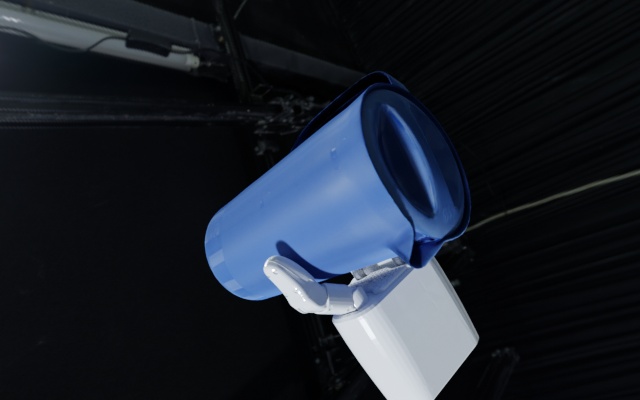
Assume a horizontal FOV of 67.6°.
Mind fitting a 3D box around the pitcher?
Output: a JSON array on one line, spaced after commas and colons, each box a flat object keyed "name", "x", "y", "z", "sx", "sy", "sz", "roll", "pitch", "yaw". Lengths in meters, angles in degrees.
[{"name": "pitcher", "x": 0.000, "y": 0.002, "z": 0.443, "sx": 0.243, "sy": 0.145, "sz": 0.149, "roll": -29, "pitch": 8, "yaw": 39}]
